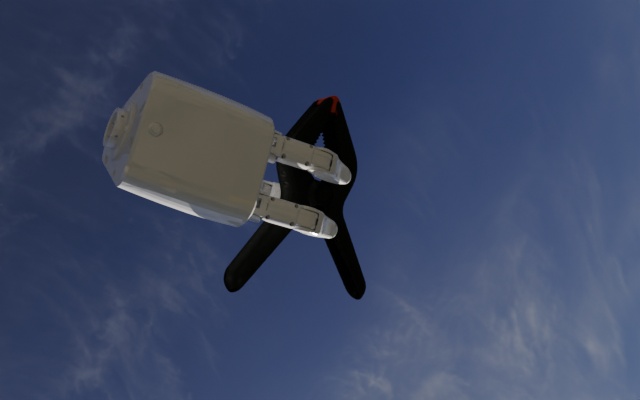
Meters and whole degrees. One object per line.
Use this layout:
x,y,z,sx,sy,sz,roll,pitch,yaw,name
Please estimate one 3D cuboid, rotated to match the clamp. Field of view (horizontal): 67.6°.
0.000,0.001,0.485,0.164,0.210,0.036,21,-12,-37,clamp
